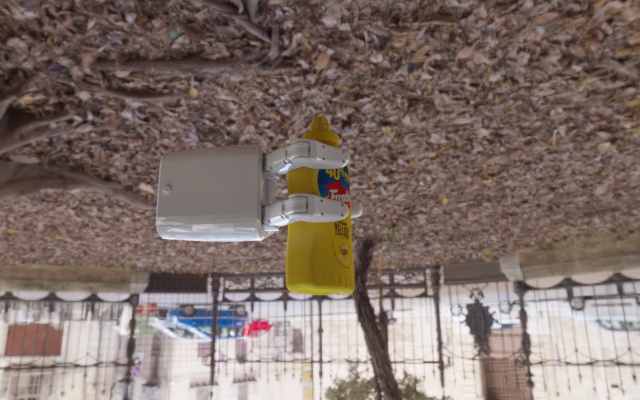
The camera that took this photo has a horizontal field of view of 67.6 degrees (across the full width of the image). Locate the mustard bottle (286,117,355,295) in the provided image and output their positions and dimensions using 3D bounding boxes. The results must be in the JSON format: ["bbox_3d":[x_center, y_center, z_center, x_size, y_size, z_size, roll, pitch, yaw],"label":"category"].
[{"bbox_3d":[0.000,0.002,0.511,0.058,0.191,0.096,-9,-17,28],"label":"mustard bottle"}]
